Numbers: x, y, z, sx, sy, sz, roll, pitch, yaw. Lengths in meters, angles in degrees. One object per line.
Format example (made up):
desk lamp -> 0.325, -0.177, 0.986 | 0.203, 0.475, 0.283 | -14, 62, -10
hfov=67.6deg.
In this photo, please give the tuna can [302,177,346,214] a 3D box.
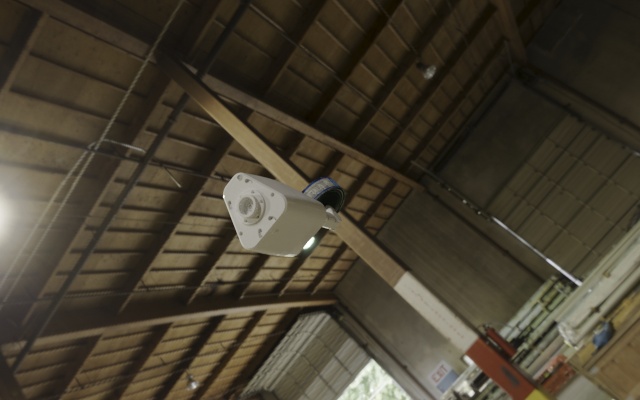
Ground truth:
tuna can -> 0.000, 0.002, 0.811 | 0.086, 0.086, 0.033 | 0, 37, -50
